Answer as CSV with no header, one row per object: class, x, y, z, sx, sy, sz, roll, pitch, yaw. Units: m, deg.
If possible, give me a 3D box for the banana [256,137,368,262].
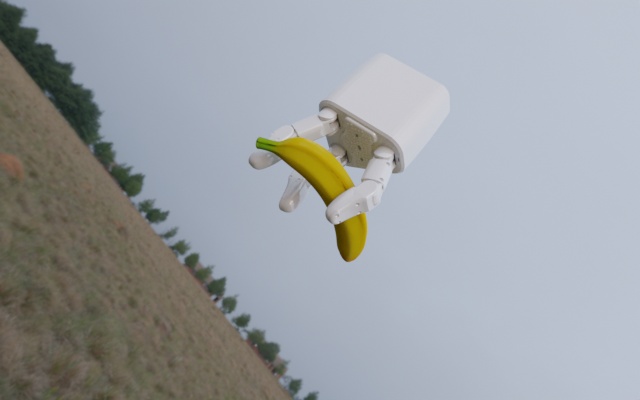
banana,0.012,0.000,0.516,0.069,0.037,0.198,0,-44,43
